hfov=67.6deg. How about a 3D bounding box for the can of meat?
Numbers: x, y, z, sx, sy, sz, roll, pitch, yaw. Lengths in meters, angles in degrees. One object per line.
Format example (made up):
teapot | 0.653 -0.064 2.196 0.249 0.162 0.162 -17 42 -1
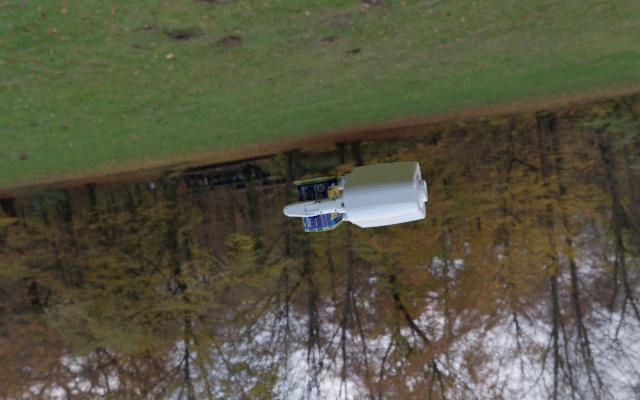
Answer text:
can of meat | 0.000 0.003 0.786 0.057 0.084 0.102 -8 4 15
